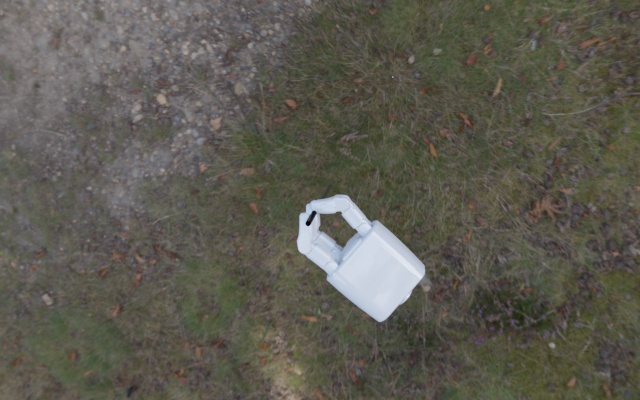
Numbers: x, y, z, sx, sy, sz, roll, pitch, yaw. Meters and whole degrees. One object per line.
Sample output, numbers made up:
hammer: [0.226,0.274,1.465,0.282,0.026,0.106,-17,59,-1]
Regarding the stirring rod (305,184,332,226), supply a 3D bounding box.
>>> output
stirring rod: [0.000,0.003,0.779,0.011,0.011,0.239,0,14,9]
